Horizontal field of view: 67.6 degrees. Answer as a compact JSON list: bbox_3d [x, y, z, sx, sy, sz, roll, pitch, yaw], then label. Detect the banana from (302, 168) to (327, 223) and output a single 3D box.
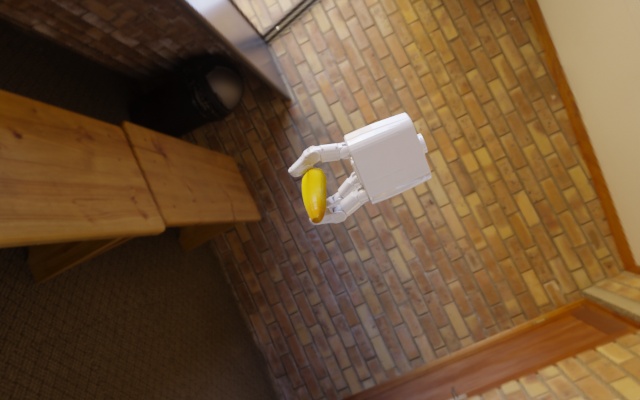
[{"bbox_3d":[-0.006,-0.016,0.749,0.037,0.069,0.198,-18,7,5],"label":"banana"}]
